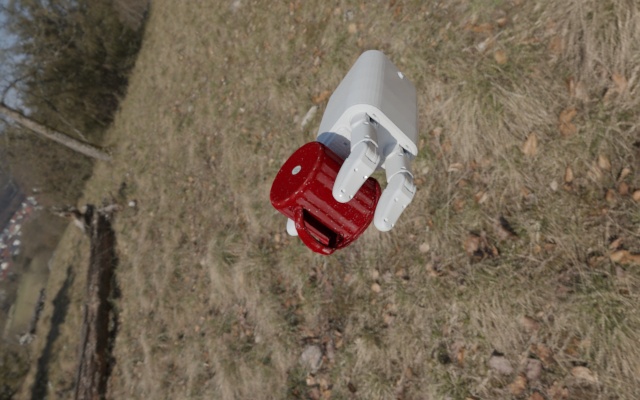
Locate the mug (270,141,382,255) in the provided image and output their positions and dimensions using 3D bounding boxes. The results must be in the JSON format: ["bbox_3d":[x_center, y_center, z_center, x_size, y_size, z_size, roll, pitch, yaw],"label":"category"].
[{"bbox_3d":[0.000,0.003,0.487,0.081,0.117,0.093,36,-45,-27],"label":"mug"}]
